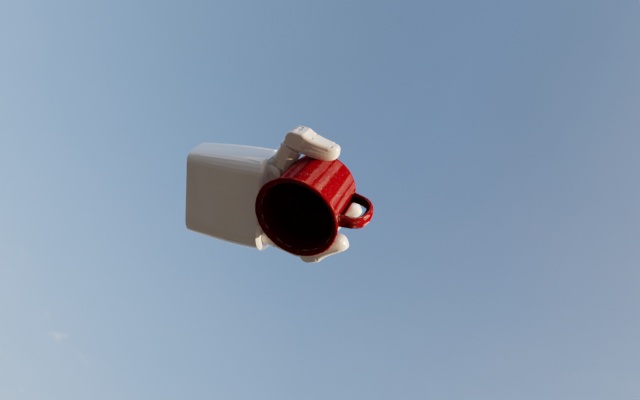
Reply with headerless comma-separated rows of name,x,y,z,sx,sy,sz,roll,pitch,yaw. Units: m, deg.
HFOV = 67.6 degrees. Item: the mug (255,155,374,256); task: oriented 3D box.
mug,0.002,0.002,0.514,0.117,0.093,0.081,11,33,19
